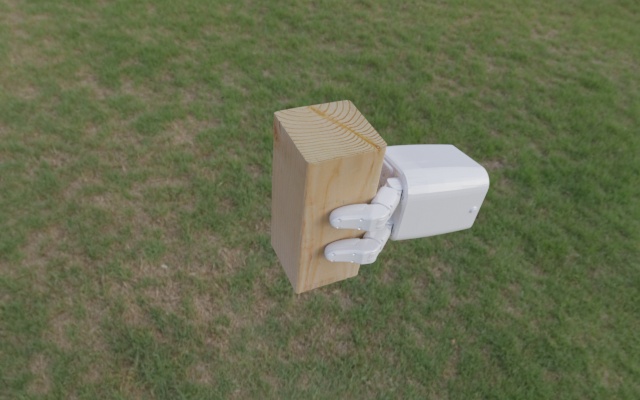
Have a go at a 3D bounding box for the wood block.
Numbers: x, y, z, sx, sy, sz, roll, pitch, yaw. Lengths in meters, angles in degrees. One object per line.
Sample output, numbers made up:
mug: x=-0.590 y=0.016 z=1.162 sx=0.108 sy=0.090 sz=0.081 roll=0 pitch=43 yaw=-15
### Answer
wood block: x=0.000 y=0.001 z=0.549 sx=0.090 sy=0.206 sz=0.090 roll=-14 pitch=47 yaw=-20
